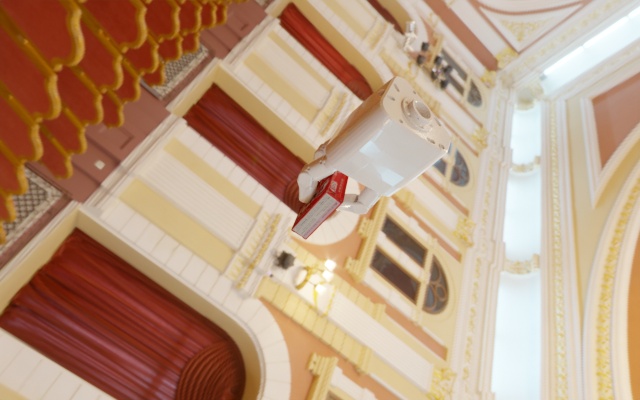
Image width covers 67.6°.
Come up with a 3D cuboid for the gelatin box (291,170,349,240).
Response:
[{"bbox_3d":[0.000,0.003,0.673,0.030,0.089,0.073,35,32,-11],"label":"gelatin box"}]
